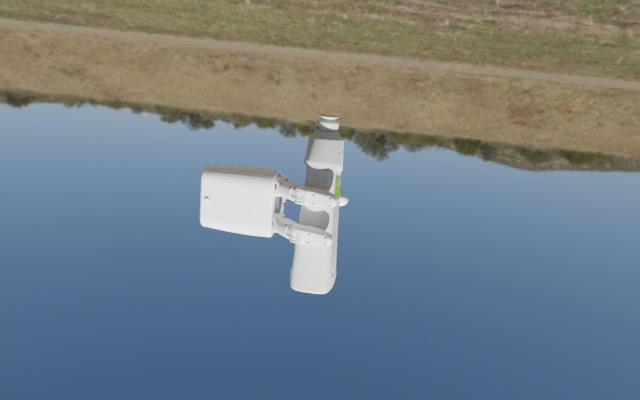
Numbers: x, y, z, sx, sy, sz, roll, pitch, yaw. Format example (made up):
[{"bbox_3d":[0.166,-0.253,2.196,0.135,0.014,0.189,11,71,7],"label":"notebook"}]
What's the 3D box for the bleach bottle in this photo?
[{"bbox_3d":[0.000,0.002,0.698,0.068,0.251,0.102,7,15,5],"label":"bleach bottle"}]
